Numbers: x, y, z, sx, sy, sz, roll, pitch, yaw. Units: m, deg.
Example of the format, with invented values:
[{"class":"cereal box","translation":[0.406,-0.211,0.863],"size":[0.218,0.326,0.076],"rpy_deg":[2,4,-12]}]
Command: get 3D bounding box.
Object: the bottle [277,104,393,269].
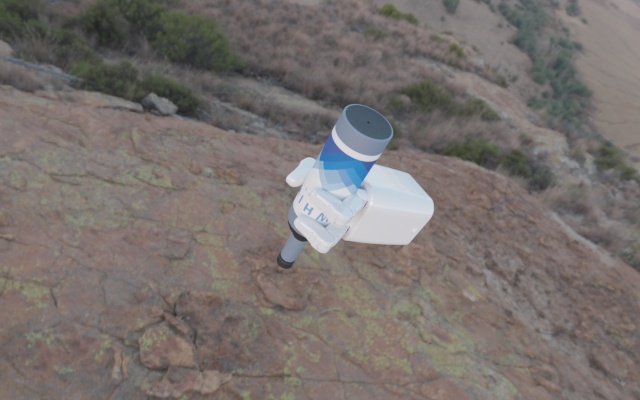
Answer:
[{"class":"bottle","translation":[0.000,0.002,0.664],"size":[0.069,0.069,0.296],"rpy_deg":[0,-41,-31]}]
